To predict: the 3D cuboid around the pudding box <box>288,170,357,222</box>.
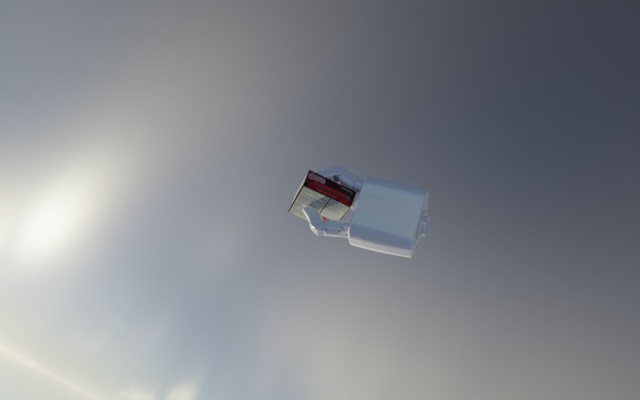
[{"bbox_3d":[0.000,0.003,0.835,0.090,0.039,0.113,26,-33,-5],"label":"pudding box"}]
